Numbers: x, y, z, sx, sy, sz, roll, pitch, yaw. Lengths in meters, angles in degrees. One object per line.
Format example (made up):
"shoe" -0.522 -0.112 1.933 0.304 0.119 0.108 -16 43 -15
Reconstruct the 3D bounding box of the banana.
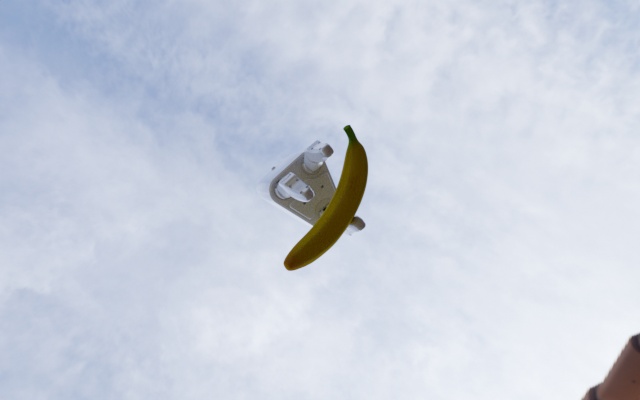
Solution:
"banana" 0.017 0.006 0.615 0.070 0.198 0.037 25 -5 -24
